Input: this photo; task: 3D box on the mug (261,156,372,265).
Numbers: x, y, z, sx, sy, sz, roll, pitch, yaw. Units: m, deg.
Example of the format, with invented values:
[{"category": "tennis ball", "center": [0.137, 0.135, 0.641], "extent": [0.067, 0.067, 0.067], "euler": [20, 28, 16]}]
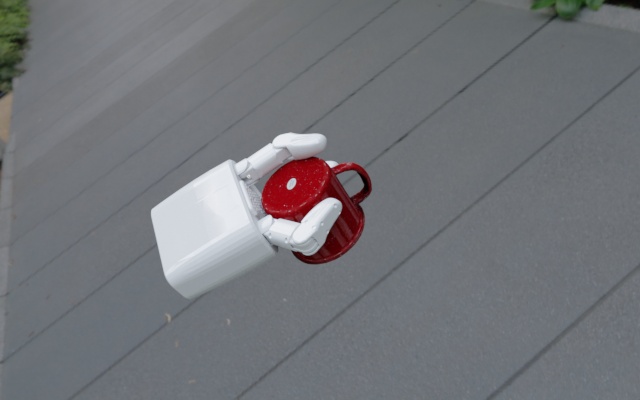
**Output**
[{"category": "mug", "center": [0.001, 0.001, 0.509], "extent": [0.117, 0.081, 0.093], "euler": [-30, 40, 5]}]
